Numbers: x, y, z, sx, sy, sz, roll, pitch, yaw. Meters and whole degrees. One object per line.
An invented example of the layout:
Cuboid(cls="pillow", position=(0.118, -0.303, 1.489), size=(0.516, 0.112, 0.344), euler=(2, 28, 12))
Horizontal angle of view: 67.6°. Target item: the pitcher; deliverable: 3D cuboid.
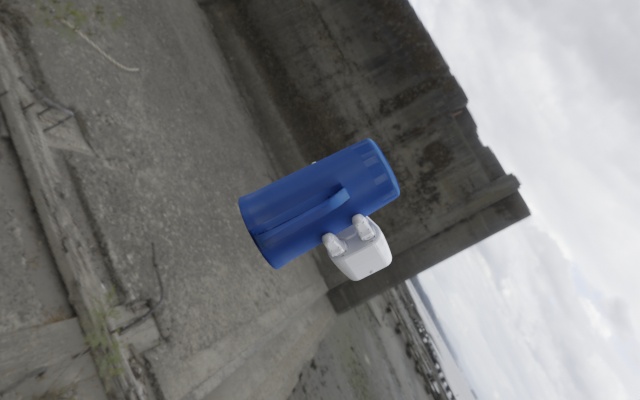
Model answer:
Cuboid(cls="pitcher", position=(0.000, 0.003, 0.766), size=(0.243, 0.149, 0.145), euler=(-28, -39, 4))
